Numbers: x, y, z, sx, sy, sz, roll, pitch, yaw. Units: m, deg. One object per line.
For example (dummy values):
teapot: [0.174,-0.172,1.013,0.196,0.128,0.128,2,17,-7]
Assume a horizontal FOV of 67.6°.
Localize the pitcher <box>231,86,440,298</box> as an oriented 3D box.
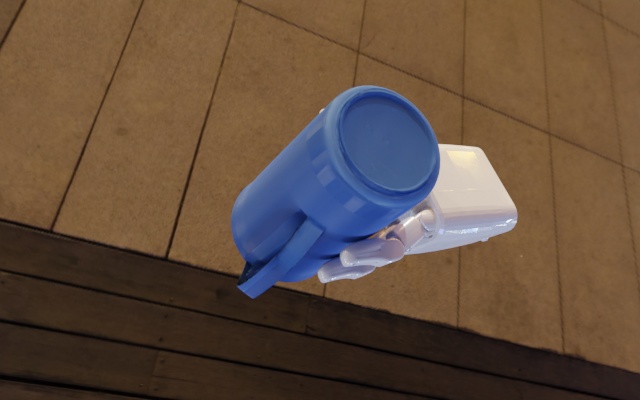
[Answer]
pitcher: [0.000,0.001,0.469,0.145,0.149,0.243,-3,-18,-26]
